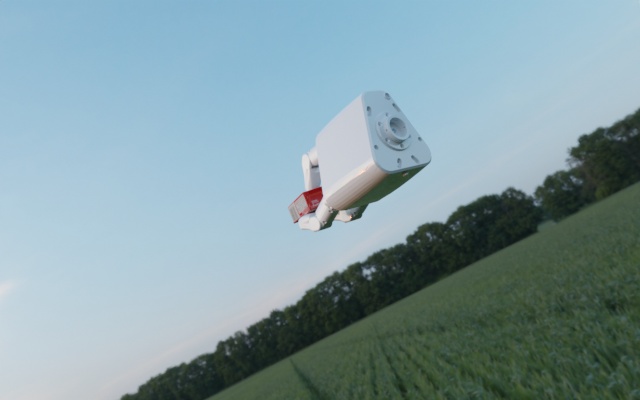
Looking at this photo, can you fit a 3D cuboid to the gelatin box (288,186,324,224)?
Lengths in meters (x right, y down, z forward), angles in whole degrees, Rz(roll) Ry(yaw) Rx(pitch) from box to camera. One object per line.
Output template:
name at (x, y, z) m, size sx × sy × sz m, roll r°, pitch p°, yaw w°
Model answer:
gelatin box at (0.000, 0.002, 0.694) m, size 0.073 × 0.030 × 0.089 m, roll -18°, pitch -9°, yaw -23°
